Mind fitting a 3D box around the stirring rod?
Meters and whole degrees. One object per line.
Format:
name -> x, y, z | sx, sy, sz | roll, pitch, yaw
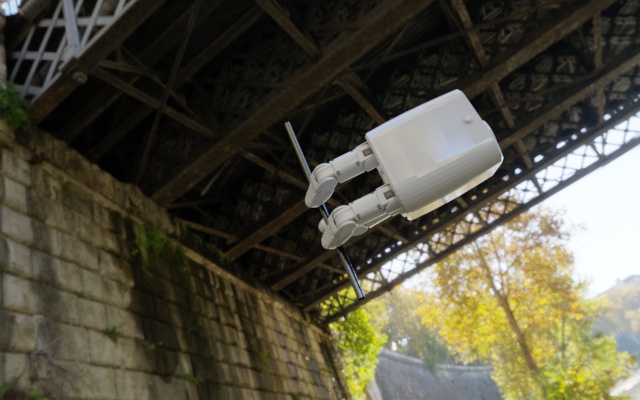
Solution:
stirring rod -> 0.000, 0.002, 0.538 | 0.011, 0.239, 0.011 | -17, -29, -10
